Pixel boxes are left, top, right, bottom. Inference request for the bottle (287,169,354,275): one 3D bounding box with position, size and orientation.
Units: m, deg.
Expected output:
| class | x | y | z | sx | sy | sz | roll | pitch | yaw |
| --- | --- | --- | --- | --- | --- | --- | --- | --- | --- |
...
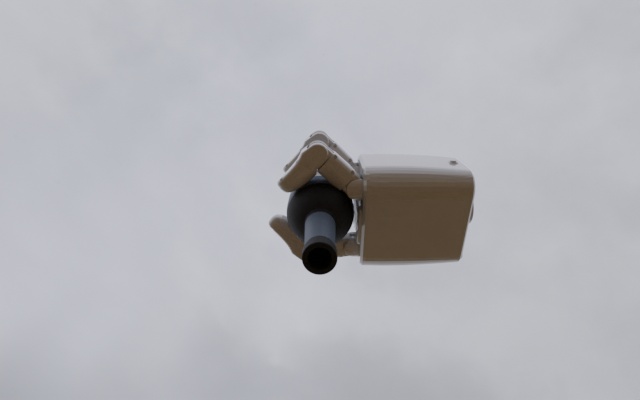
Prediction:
| class | x | y | z | sx | sy | sz | roll | pitch | yaw |
| --- | --- | --- | --- | --- | --- | --- | --- | --- | --- |
| bottle | 0.000 | 0.002 | 0.503 | 0.069 | 0.069 | 0.295 | 0 | 17 | 0 |
